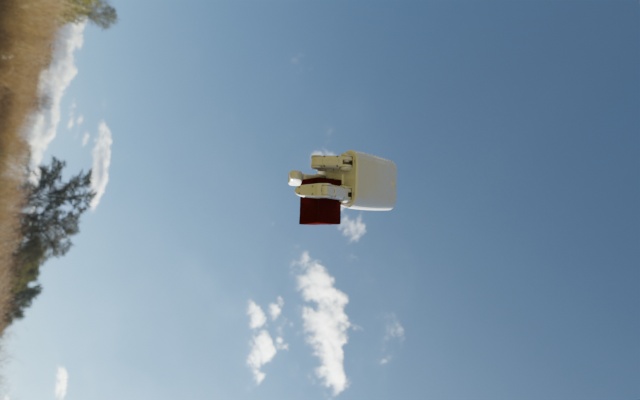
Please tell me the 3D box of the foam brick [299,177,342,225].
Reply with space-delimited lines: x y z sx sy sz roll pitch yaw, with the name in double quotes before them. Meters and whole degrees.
"foam brick" 0.000 0.003 0.808 0.051 0.078 0.053 7 -8 -40
